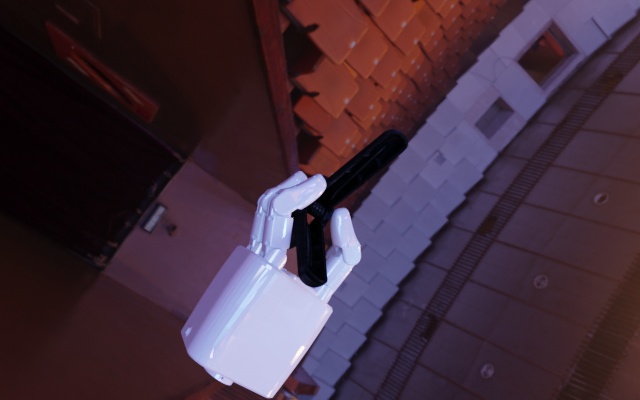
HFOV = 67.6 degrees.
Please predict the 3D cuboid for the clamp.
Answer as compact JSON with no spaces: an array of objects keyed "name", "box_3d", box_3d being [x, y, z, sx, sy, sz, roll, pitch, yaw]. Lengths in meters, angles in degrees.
[{"name":"clamp","box_3d":[0.000,0.002,0.497,0.036,0.164,0.210,40,-13,-18]}]
